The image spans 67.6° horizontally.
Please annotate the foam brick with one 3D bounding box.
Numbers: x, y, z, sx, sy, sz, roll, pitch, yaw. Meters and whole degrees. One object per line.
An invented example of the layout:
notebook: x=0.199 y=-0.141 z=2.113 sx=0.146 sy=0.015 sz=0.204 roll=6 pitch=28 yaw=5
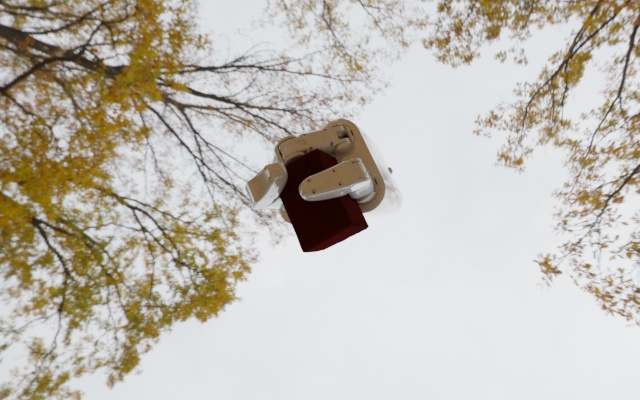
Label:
foam brick: x=0.000 y=0.002 z=0.432 sx=0.053 sy=0.078 sz=0.051 roll=-28 pitch=-15 yaw=16
